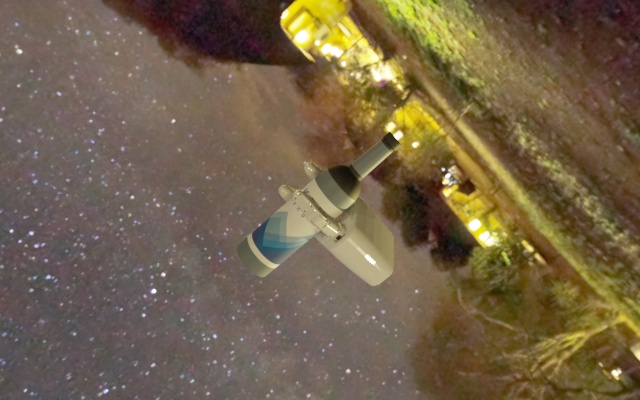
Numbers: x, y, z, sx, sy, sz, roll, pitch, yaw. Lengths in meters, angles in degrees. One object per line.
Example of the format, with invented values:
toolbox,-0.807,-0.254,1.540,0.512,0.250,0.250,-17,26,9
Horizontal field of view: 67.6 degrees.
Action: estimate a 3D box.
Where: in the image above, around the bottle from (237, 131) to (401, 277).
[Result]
bottle,0.000,0.002,0.727,0.296,0.069,0.069,-40,-11,13
